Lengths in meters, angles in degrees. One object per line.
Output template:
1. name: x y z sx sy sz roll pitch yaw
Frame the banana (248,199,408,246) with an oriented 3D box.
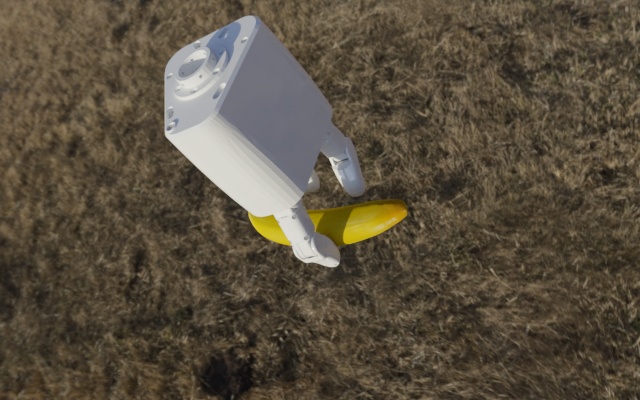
1. banana: -0.011 0.016 0.478 0.198 0.069 0.037 9 -29 40
